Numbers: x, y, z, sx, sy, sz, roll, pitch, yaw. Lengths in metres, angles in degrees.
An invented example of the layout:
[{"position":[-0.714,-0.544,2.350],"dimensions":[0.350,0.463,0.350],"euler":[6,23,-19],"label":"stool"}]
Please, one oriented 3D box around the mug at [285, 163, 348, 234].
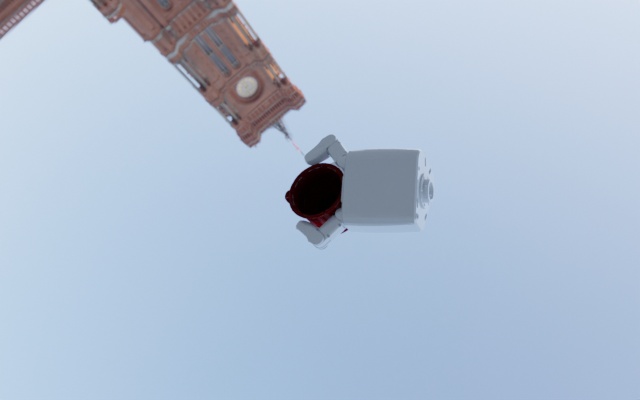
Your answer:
[{"position":[-0.001,0.003,0.738],"dimensions":[0.117,0.093,0.081],"euler":[0,-27,29],"label":"mug"}]
